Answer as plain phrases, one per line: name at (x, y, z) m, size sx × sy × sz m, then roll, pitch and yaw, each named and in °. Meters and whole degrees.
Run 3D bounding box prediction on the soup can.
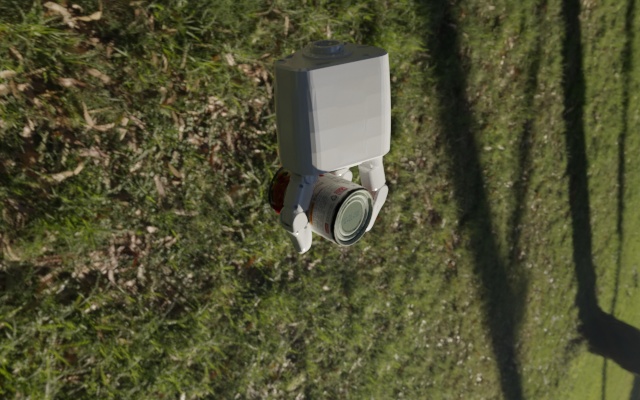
soup can at (0.000, 0.002, 0.534) m, size 0.102 × 0.068 × 0.068 m, roll 24°, pitch 16°, yaw 38°
